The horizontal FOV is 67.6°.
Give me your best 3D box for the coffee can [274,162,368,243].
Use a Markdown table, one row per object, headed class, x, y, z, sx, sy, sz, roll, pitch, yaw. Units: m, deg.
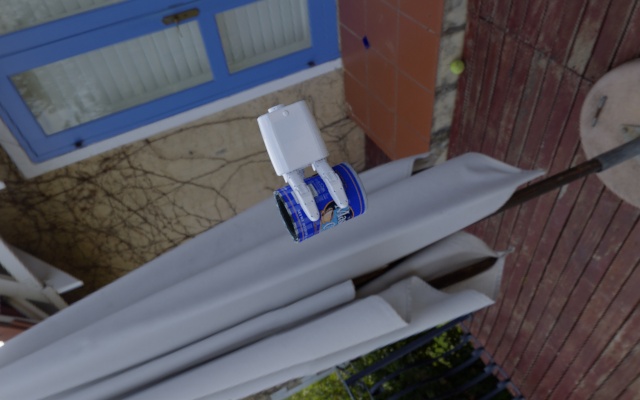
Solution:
| class | x | y | z | sx | sy | sz | roll | pitch | yaw |
| --- | --- | --- | --- | --- | --- | --- | --- | --- | --- |
| coffee can | 0.000 | 0.003 | 0.862 | 0.140 | 0.103 | 0.103 | -23 | 6 | -14 |
